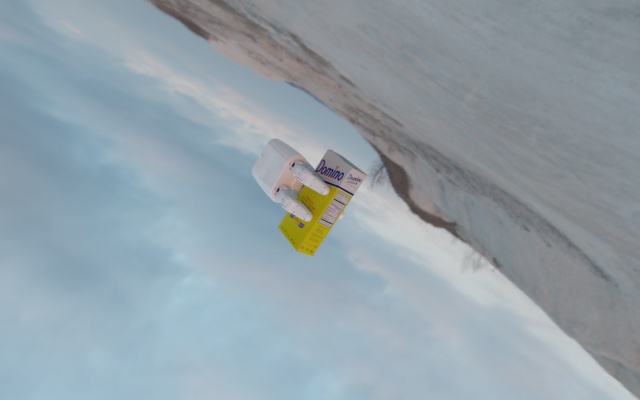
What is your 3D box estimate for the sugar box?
[{"bbox_3d":[0.000,0.003,0.850,0.048,0.176,0.093,23,12,-37],"label":"sugar box"}]
